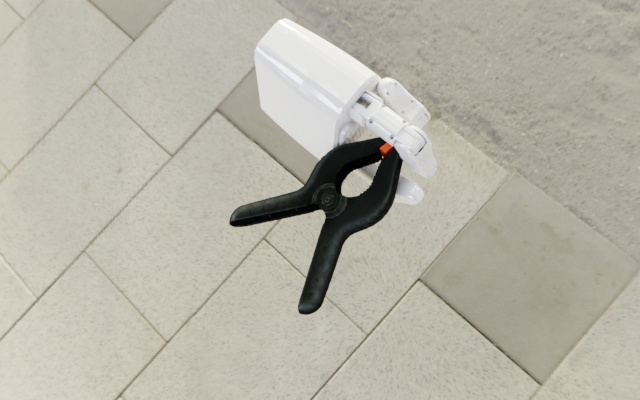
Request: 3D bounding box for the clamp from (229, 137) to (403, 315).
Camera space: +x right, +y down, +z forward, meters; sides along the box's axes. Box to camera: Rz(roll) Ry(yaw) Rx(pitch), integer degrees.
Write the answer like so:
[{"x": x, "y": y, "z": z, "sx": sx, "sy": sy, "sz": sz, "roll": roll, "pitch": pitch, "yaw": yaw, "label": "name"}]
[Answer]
[{"x": 0.000, "y": 0.001, "z": 0.429, "sx": 0.120, "sy": 0.171, "sz": 0.039, "roll": 39, "pitch": -4, "yaw": 15, "label": "clamp"}]
